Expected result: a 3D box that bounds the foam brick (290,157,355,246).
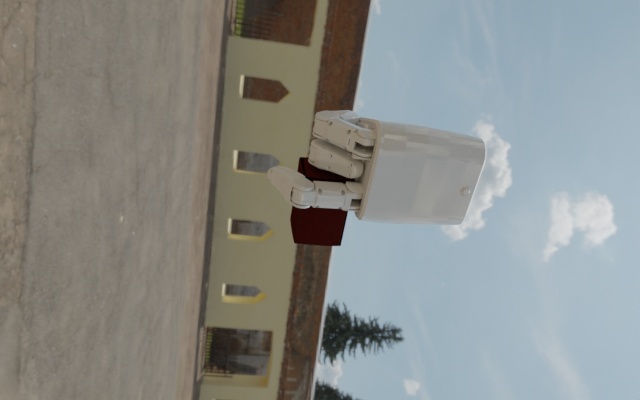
[{"bbox_3d":[0.000,0.002,0.497,0.051,0.078,0.053,5,28,-11],"label":"foam brick"}]
